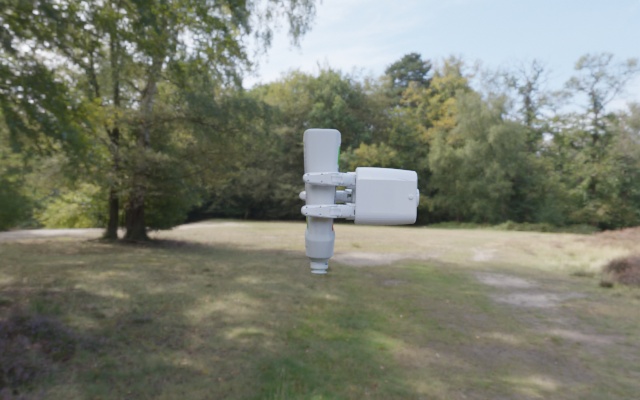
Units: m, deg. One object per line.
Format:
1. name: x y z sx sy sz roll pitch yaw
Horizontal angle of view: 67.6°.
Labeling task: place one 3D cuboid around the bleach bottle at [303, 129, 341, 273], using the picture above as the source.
1. bleach bottle: 0.000 0.003 0.860 0.068 0.251 0.102 1 0 0
